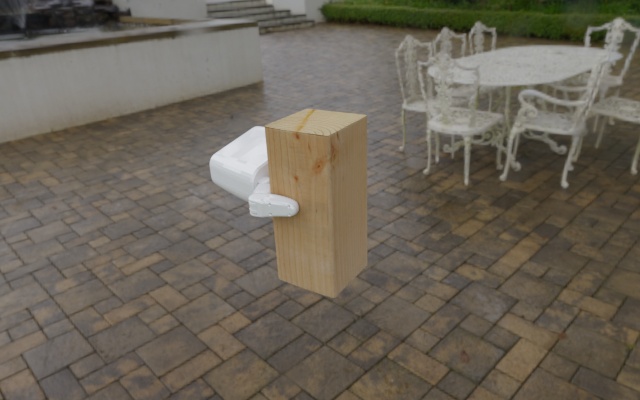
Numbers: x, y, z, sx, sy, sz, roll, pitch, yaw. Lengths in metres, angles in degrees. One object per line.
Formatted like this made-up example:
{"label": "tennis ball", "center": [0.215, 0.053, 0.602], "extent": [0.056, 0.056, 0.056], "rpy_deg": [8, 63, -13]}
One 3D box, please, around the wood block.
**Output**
{"label": "wood block", "center": [0.000, 0.002, 0.591], "extent": [0.090, 0.206, 0.090], "rpy_deg": [13, 29, 31]}
